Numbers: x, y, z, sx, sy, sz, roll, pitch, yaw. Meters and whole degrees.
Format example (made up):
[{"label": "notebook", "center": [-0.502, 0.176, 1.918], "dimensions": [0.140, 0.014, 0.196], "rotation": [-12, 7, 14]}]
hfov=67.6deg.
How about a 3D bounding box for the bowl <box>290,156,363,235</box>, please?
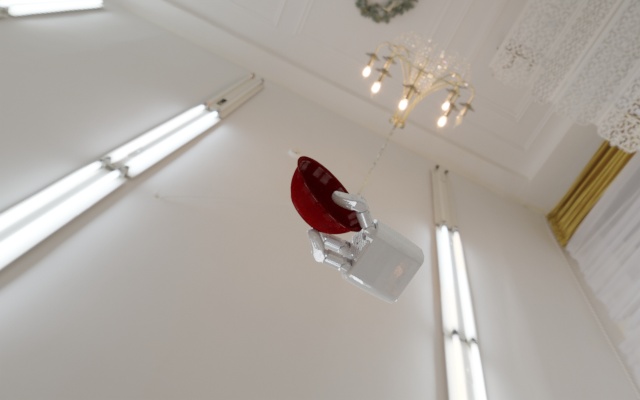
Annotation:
[{"label": "bowl", "center": [-0.001, 0.002, 0.814], "dimensions": [0.055, 0.162, 0.162], "rotation": [-39, -16, 20]}]
